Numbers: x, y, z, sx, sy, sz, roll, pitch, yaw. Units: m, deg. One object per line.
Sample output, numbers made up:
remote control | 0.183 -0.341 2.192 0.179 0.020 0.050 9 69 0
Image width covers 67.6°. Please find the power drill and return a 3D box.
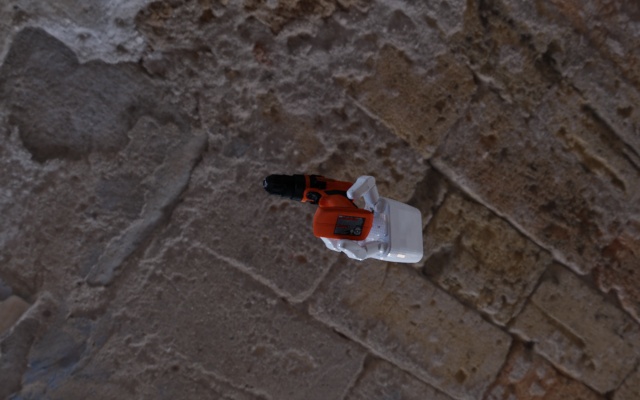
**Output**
power drill | 0.001 0.003 0.852 0.184 0.057 0.187 5 22 -19
